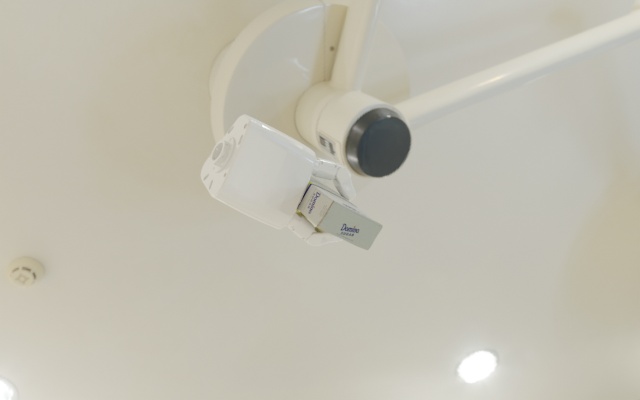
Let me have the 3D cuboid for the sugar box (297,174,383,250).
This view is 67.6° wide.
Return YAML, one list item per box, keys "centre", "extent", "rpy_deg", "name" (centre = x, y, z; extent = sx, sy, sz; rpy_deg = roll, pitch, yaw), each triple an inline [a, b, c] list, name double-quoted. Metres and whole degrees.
- centre: [0.000, 0.003, 0.667]
  extent: [0.093, 0.048, 0.176]
  rpy_deg: [26, 9, -34]
  name: "sugar box"
